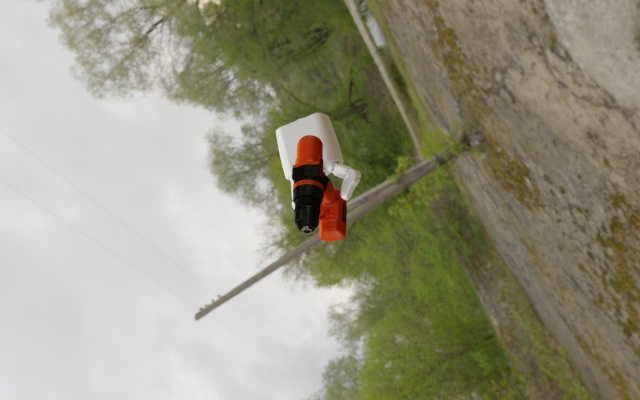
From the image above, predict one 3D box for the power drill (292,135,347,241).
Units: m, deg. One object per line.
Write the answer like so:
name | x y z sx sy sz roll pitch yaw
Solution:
power drill | 0.000 0.003 0.861 0.057 0.184 0.188 -5 -30 15
